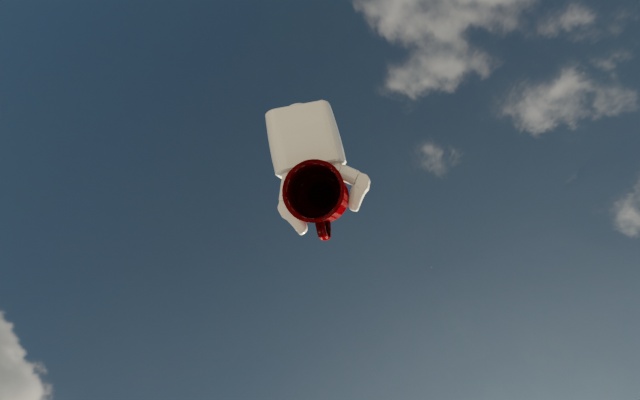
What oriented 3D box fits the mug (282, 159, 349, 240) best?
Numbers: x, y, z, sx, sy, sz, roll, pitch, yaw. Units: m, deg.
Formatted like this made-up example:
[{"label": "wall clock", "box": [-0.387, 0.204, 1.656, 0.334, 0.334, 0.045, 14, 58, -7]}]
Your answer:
[{"label": "mug", "box": [0.001, 0.004, 0.723, 0.093, 0.117, 0.081, -13, -10, 11]}]
